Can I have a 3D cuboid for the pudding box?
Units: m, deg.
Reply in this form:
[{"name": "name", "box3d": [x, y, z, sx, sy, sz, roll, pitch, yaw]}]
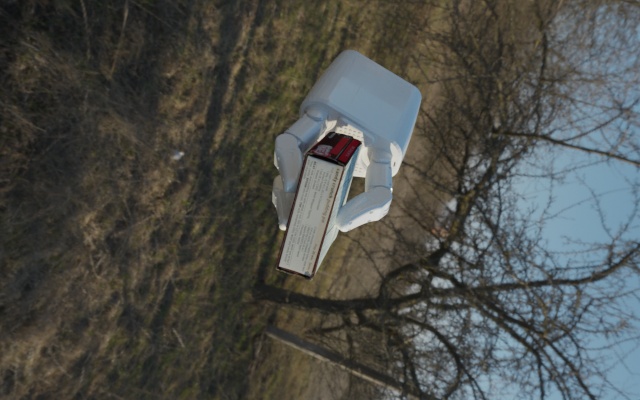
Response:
[{"name": "pudding box", "box3d": [0.000, 0.001, 0.431, 0.039, 0.113, 0.090, 17, 22, 9]}]
